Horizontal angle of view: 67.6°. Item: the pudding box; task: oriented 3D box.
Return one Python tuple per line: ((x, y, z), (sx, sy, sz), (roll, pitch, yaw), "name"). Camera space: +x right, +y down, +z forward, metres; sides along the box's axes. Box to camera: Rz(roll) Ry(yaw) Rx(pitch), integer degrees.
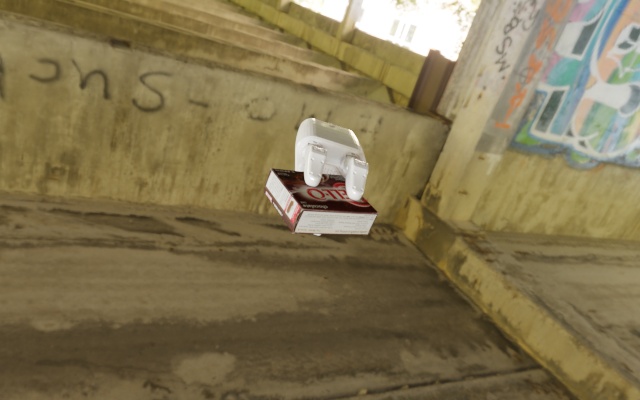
((0.000, 0.002, 0.577), (0.113, 0.039, 0.090), (1, 31, -34), "pudding box")
